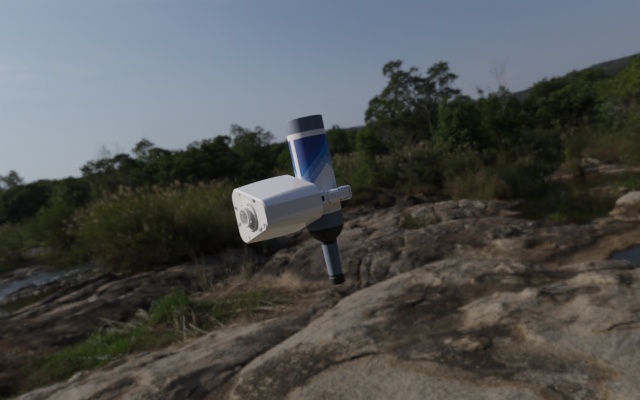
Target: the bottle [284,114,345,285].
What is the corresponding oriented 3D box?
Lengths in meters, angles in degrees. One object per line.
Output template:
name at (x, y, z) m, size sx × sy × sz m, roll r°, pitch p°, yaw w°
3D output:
bottle at (0.000, 0.002, 0.833) m, size 0.069 × 0.296 × 0.069 m, roll -12°, pitch 5°, yaw 1°
